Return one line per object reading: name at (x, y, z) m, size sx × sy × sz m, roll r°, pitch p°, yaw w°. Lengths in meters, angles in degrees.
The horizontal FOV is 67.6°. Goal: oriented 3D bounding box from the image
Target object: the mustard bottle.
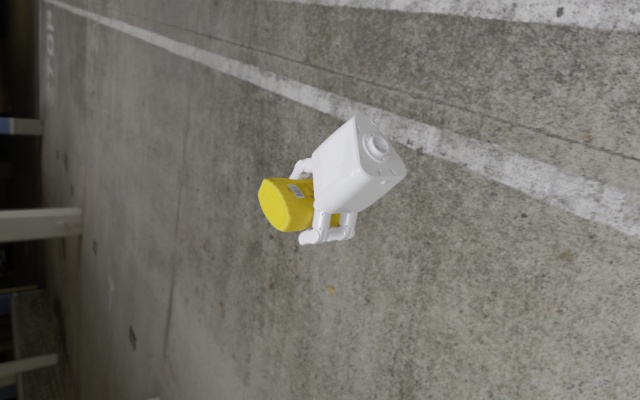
mustard bottle at (0.000, 0.003, 0.784) m, size 0.191 × 0.058 × 0.096 m, roll -3°, pitch 40°, yaw -38°
